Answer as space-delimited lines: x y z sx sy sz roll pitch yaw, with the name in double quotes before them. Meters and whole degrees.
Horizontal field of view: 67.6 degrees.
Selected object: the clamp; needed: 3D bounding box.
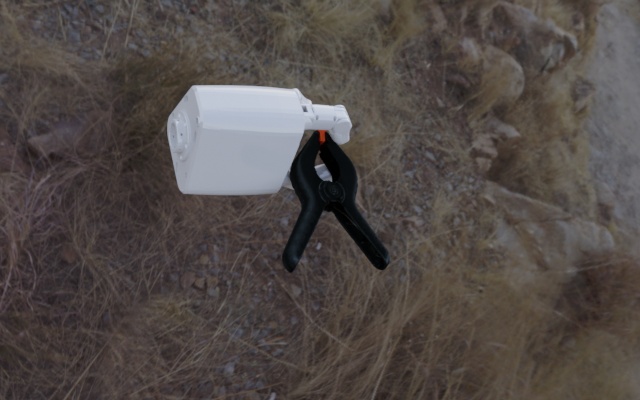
"clamp" 0.000 0.001 0.515 0.120 0.171 0.039 -4 -25 -34
